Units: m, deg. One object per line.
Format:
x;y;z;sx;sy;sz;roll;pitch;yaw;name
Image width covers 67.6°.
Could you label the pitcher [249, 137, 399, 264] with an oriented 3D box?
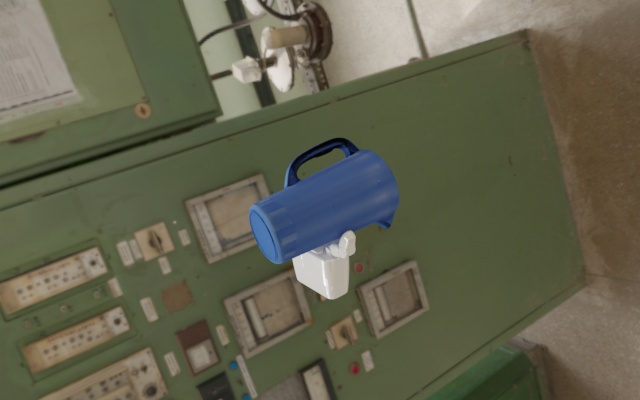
0.000;0.003;0.826;0.243;0.145;0.149;-24;41;-24;pitcher
